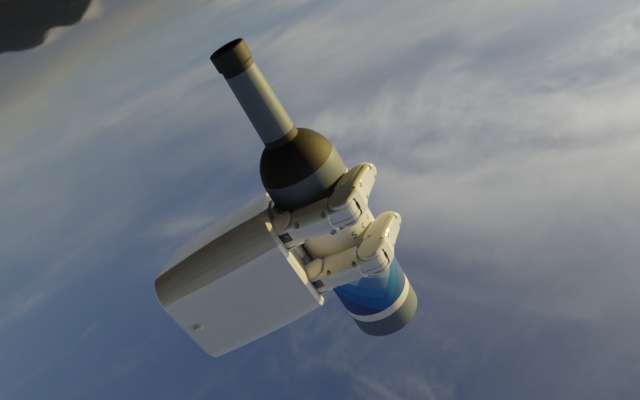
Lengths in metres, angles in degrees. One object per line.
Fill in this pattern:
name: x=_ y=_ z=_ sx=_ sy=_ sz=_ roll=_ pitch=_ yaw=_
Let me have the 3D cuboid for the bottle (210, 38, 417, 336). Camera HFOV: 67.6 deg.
bottle: x=0.000 y=0.001 z=0.409 sx=0.069 sy=0.296 sz=0.069 roll=-23 pitch=32 yaw=15
